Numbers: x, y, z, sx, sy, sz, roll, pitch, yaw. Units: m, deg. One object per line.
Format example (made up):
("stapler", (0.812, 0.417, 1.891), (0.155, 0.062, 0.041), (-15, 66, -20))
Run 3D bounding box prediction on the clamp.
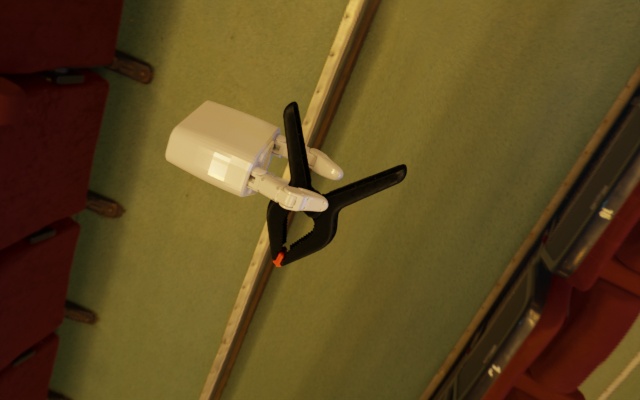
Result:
("clamp", (0.000, 0.003, 0.603), (0.164, 0.210, 0.036), (24, 23, 4))
